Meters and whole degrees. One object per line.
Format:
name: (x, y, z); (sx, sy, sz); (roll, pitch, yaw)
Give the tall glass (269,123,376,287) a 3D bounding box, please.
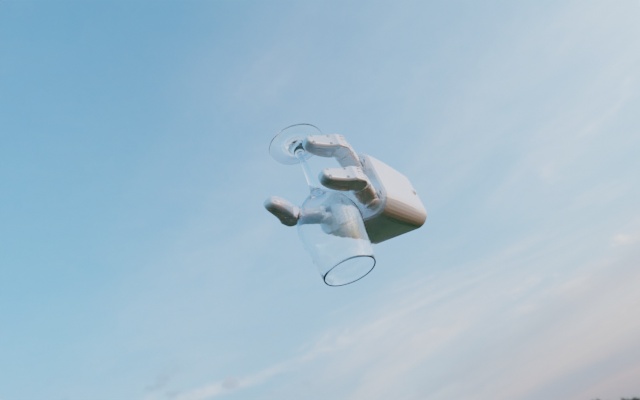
tall glass: (0.000, 0.001, 0.577); (0.079, 0.201, 0.079); (-15, -35, -11)
